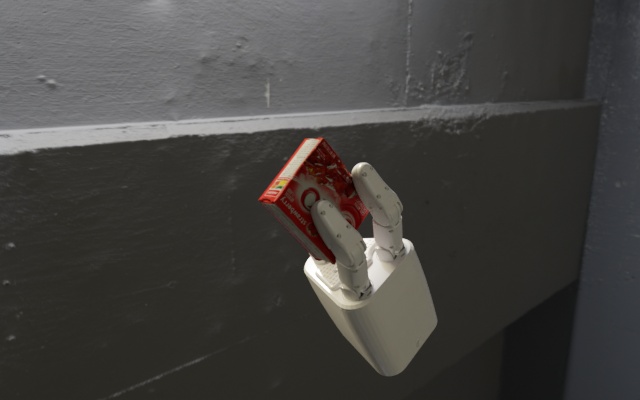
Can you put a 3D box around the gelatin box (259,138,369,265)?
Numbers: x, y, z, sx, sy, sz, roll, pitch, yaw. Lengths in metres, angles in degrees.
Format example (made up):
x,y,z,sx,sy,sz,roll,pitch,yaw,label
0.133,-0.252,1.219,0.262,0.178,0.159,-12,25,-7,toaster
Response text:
x,y,z,sx,sy,sz,roll,pitch,yaw,label
0.000,0.001,0.420,0.030,0.073,0.089,6,-36,51,gelatin box
